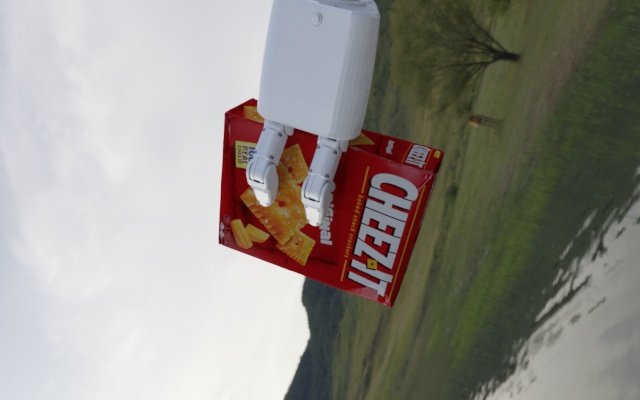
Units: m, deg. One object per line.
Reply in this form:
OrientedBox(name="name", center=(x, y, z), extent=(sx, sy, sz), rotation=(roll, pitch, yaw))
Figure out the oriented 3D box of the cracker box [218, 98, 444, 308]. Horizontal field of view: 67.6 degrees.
OrientedBox(name="cracker box", center=(0.000, 0.002, 0.507), extent=(0.213, 0.164, 0.072), rotation=(18, 30, 13))
